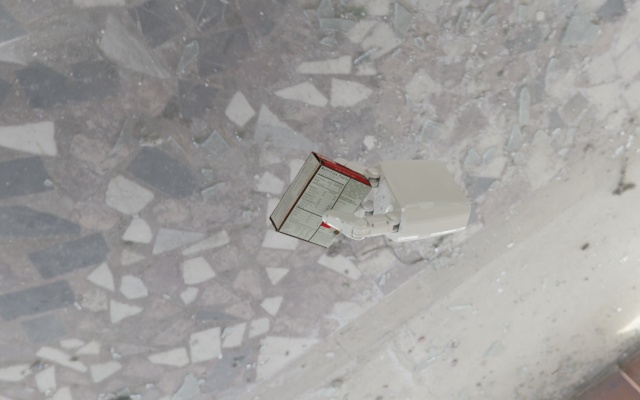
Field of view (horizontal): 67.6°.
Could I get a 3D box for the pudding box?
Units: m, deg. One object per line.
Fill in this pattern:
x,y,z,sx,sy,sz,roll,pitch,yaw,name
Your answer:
0.000,0.002,0.629,0.090,0.113,0.039,22,20,-33,pudding box
